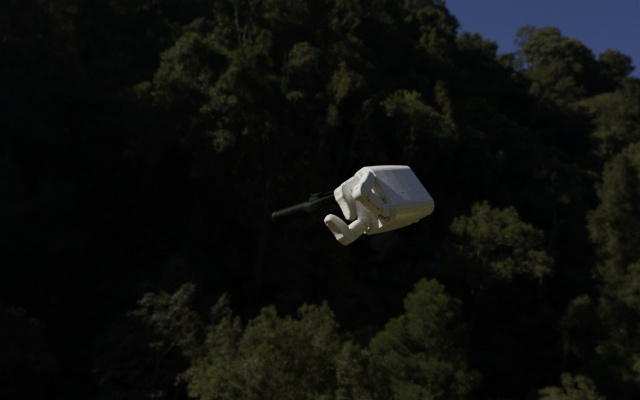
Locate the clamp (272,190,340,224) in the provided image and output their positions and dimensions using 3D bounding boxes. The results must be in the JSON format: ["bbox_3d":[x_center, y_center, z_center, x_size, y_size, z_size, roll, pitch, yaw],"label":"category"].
[{"bbox_3d":[0.000,0.002,0.894,0.171,0.039,0.120,-12,17,42],"label":"clamp"}]
